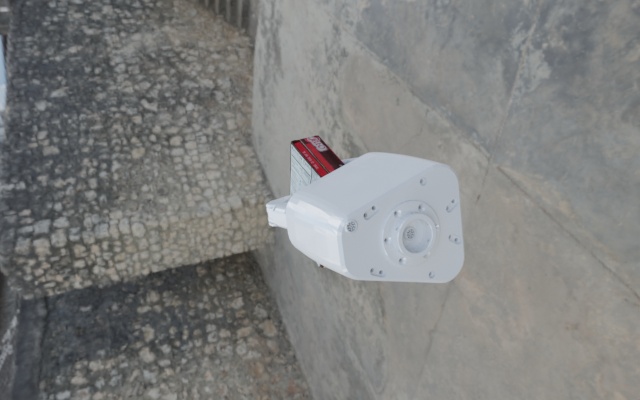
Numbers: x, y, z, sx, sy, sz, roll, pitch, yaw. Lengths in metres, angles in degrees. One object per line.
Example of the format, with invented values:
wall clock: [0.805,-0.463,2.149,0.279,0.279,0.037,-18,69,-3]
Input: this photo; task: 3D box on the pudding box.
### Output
pudding box: [0.000,0.002,0.504,0.039,0.114,0.090,-12,41,-23]
